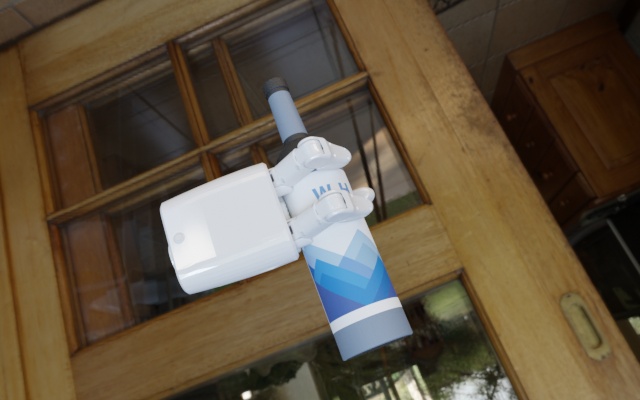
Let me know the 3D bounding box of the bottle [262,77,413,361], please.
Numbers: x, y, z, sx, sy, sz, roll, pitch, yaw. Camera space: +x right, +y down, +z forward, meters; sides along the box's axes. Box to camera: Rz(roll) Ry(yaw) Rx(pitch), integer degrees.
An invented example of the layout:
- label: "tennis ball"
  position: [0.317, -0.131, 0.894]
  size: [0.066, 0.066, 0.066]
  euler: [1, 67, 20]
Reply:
- label: "bottle"
  position: [0.000, 0.002, 0.472]
  size: [0.069, 0.295, 0.069]
  euler: [-19, -20, -7]
